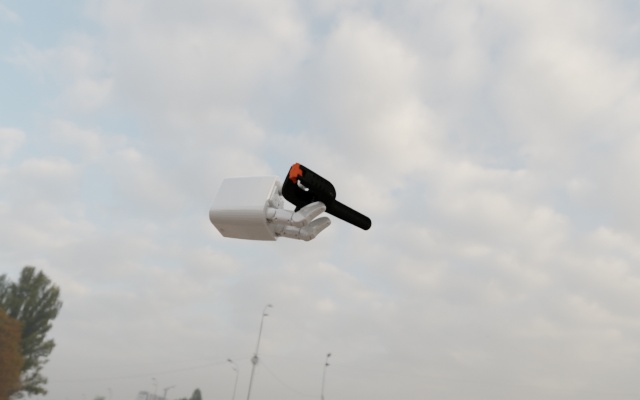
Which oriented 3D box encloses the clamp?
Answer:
[{"bbox_3d":[0.000,0.002,0.837,0.164,0.036,0.210,2,-28,14],"label":"clamp"}]
